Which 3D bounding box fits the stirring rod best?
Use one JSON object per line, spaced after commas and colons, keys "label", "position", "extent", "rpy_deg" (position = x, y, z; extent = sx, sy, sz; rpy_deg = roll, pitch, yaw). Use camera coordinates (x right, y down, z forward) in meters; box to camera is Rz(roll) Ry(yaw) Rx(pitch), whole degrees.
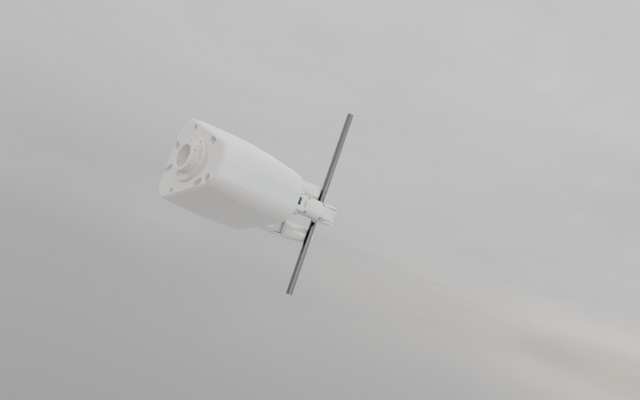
{"label": "stirring rod", "position": [0.000, 0.002, 0.600], "extent": [0.011, 0.239, 0.011], "rpy_deg": [19, -8, 3]}
